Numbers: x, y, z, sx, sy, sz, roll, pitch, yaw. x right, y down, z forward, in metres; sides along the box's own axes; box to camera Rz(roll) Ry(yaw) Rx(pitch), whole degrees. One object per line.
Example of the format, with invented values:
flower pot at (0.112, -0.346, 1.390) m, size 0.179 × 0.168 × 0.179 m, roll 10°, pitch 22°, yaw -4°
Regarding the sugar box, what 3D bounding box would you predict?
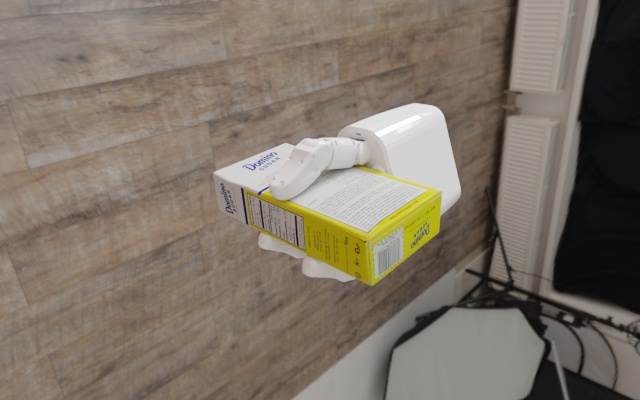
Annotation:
sugar box at (0.000, 0.002, 0.401) m, size 0.176 × 0.048 × 0.093 m, roll 19°, pitch 35°, yaw 40°
